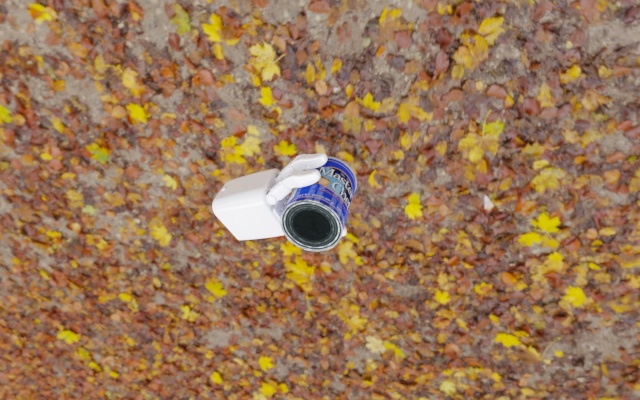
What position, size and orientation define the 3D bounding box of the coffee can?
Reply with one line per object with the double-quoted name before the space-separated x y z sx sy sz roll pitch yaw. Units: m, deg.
"coffee can" 0.000 0.003 0.809 0.103 0.103 0.140 0 34 15
